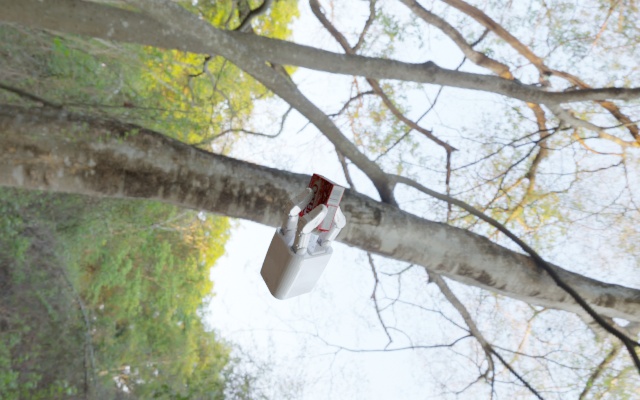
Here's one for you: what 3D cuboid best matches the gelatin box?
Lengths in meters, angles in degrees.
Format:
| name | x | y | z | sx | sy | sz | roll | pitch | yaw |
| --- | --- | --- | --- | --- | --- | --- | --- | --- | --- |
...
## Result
| name | x | y | z | sx | sy | sz | roll | pitch | yaw |
| --- | --- | --- | --- | --- | --- | --- | --- | --- | --- |
| gelatin box | 0.001 | 0.003 | 0.872 | 0.030 | 0.089 | 0.073 | 12 | 13 | -36 |
